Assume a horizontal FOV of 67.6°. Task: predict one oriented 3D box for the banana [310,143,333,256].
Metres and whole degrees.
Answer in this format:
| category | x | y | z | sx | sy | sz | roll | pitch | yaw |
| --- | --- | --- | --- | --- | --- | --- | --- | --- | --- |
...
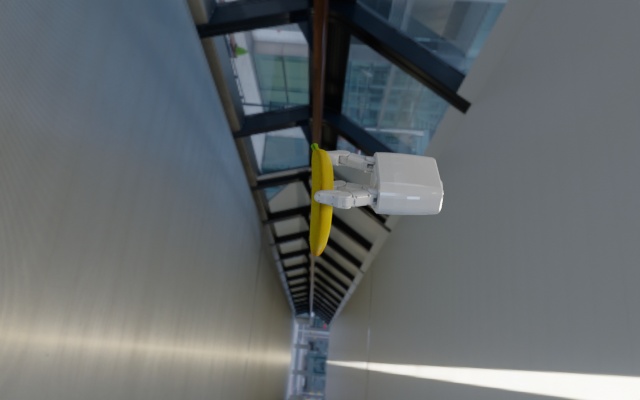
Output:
| category | x | y | z | sx | sy | sz | roll | pitch | yaw |
| --- | --- | --- | --- | --- | --- | --- | --- | --- | --- |
| banana | 0.002 | 0.000 | 0.810 | 0.037 | 0.198 | 0.069 | 1 | 2 | -4 |
